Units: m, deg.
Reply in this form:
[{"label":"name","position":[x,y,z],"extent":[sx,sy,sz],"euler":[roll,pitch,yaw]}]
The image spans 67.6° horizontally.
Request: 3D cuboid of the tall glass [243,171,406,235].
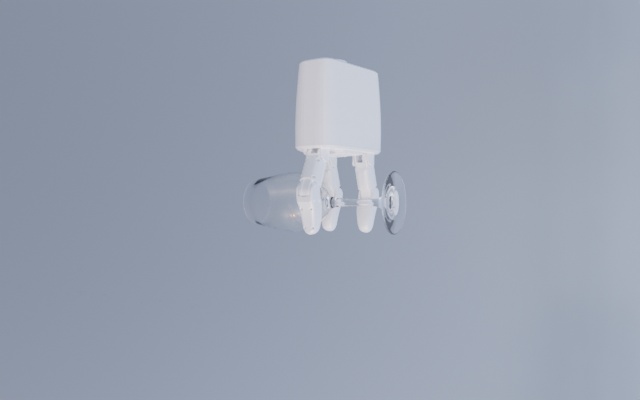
[{"label":"tall glass","position":[0.001,0.002,0.602],"extent":[0.201,0.079,0.079],"euler":[0,0,30]}]
